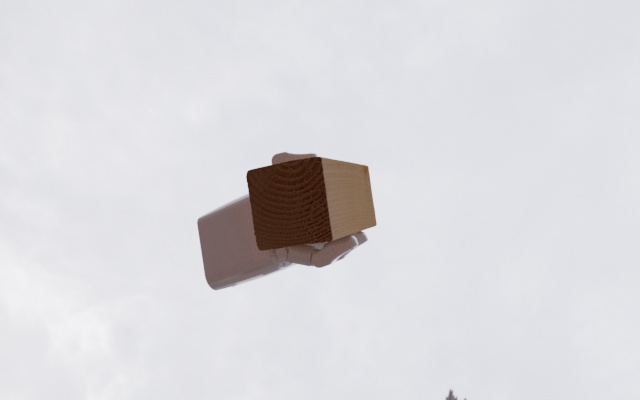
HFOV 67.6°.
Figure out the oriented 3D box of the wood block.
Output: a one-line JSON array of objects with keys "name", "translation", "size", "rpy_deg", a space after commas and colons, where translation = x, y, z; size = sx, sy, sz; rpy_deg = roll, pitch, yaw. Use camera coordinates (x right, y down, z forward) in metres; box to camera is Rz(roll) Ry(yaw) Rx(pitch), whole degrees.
[{"name": "wood block", "translation": [0.000, 0.002, 0.597], "size": [0.090, 0.091, 0.206], "rpy_deg": [-9, -1, 19]}]
